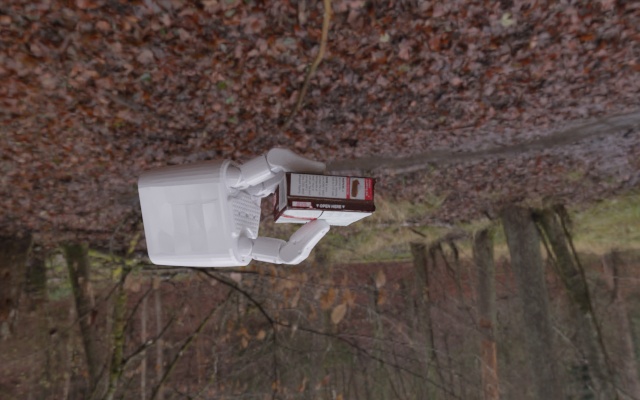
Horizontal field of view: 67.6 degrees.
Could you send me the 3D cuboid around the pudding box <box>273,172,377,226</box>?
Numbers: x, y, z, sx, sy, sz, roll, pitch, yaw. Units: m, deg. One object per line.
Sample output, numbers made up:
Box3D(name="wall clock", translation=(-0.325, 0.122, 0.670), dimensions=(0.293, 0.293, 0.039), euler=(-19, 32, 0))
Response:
Box3D(name="pudding box", translation=(0.000, 0.002, 0.500), dimensions=(0.090, 0.039, 0.113), euler=(2, -8, -11))
